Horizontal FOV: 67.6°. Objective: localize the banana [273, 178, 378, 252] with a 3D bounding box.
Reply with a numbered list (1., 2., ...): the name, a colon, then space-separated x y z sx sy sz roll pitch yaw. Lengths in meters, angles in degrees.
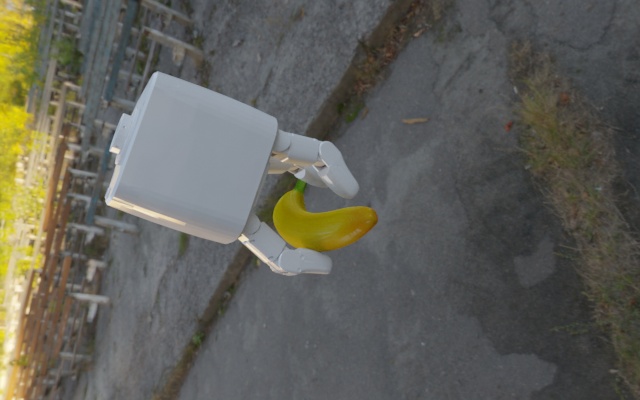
1. banana: -0.010 0.017 0.479 0.037 0.069 0.197 27 1 -25
